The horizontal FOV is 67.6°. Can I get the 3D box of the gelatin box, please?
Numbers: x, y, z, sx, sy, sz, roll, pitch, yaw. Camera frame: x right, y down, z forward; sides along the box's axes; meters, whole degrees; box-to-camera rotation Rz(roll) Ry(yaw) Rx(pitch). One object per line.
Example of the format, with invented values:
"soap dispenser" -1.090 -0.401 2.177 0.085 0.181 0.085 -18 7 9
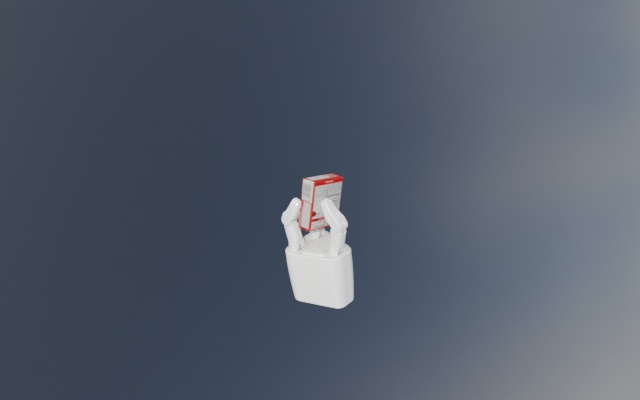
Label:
"gelatin box" 0.000 0.002 0.813 0.030 0.089 0.073 21 23 39
